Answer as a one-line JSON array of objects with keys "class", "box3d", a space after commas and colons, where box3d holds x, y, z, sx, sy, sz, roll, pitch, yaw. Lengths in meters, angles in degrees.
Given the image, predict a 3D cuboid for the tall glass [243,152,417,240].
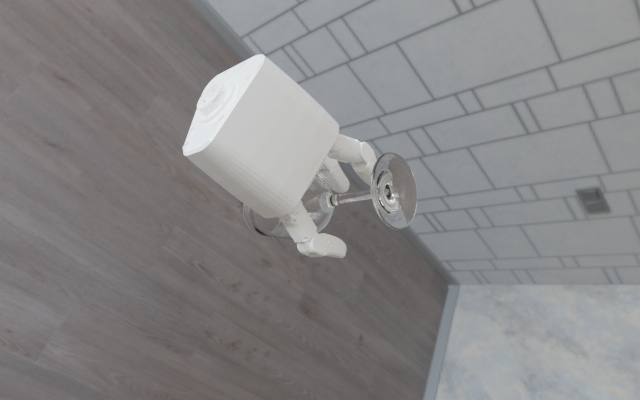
[{"class": "tall glass", "box3d": [0.001, 0.002, 0.522, 0.201, 0.079, 0.079, -9, -6, 43]}]
